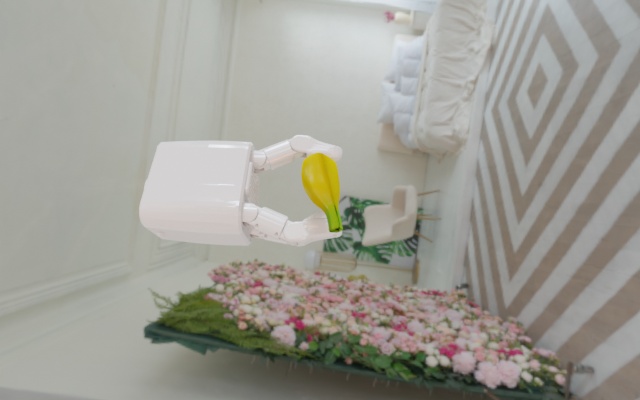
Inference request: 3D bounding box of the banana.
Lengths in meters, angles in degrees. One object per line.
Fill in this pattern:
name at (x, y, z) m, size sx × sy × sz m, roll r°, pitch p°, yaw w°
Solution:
banana at (-0.001, -0.016, 0.505) m, size 0.037 × 0.069 × 0.198 m, roll -2°, pitch 7°, yaw 0°
